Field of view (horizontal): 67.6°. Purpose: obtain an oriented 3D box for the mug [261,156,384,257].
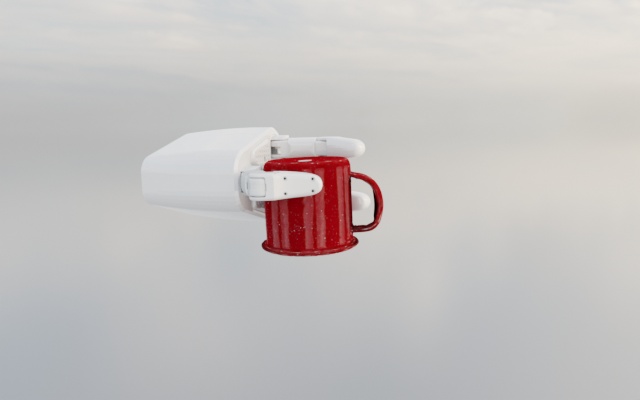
[{"bbox_3d":[0.001,0.001,0.446,0.117,0.081,0.093,0,9,16],"label":"mug"}]
